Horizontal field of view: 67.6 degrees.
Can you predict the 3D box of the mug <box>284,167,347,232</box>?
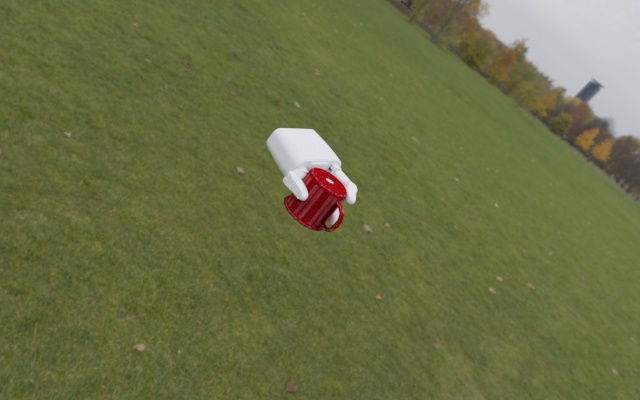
[{"bbox_3d":[0.001,0.004,0.854,0.093,0.081,0.117,9,37,-49],"label":"mug"}]
